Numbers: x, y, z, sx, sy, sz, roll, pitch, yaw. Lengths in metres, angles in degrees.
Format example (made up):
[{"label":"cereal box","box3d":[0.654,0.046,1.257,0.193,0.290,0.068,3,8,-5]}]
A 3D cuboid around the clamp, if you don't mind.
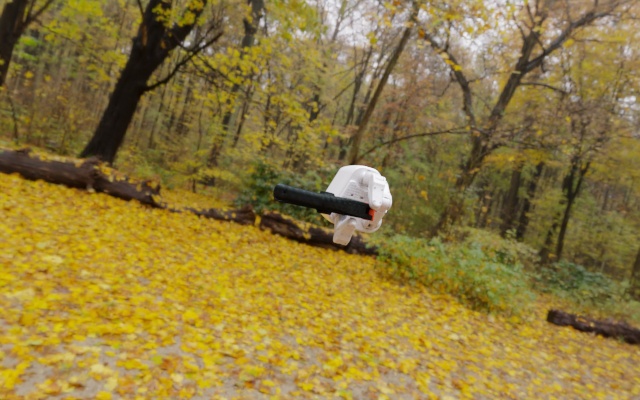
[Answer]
[{"label":"clamp","box3d":[0.000,0.002,0.770,0.171,0.039,0.120,15,3,-14]}]
